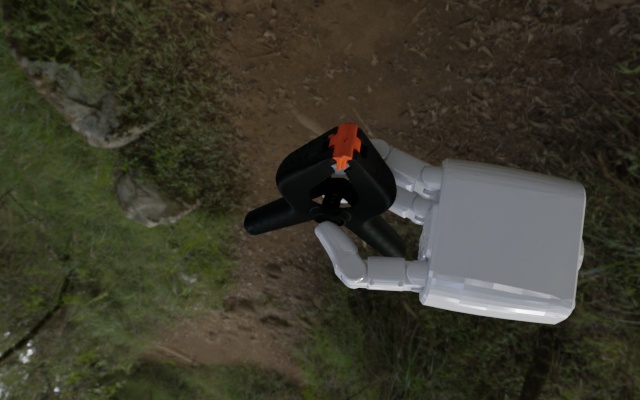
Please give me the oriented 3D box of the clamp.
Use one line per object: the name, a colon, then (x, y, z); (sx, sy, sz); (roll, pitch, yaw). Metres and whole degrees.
clamp: (0.000, 0.002, 0.405); (0.164, 0.036, 0.210); (7, -24, 6)
